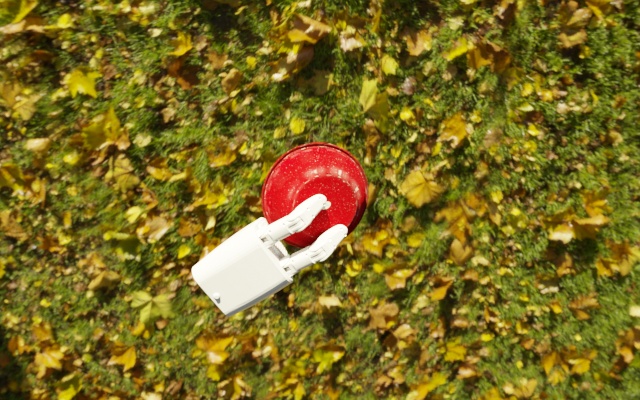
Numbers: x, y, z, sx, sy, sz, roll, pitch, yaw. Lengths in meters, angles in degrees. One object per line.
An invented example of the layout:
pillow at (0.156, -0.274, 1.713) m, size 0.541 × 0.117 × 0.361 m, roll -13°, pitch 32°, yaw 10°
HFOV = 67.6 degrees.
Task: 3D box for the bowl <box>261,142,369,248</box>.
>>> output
bowl at (0.001, 0.001, 0.675) m, size 0.162 × 0.162 × 0.055 m, roll 0°, pitch 16°, yaw -15°
